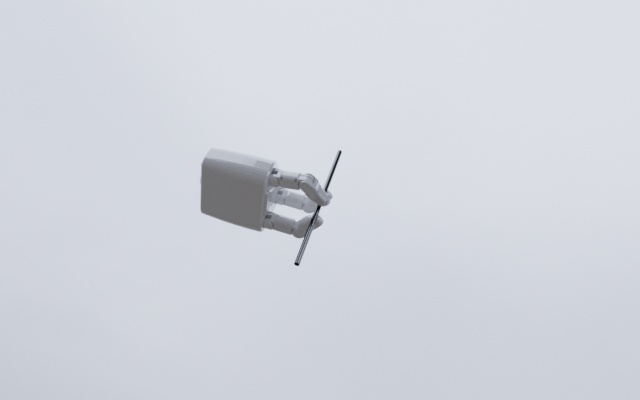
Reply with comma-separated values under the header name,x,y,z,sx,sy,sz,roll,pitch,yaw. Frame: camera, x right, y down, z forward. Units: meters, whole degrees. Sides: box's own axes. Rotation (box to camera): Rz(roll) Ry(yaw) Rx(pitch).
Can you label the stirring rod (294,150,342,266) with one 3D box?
name,x,y,z,sx,sy,sz,roll,pitch,yaw
stirring rod,0.000,0.002,0.732,0.011,0.239,0.011,12,-42,11
